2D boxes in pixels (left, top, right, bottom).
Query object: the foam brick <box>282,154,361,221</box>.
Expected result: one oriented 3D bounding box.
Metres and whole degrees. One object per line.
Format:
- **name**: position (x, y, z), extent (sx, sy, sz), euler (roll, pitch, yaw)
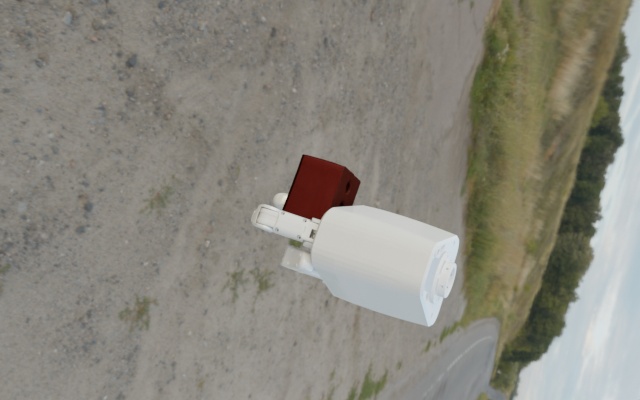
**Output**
- **foam brick**: position (0.000, 0.001, 0.489), extent (0.051, 0.078, 0.053), euler (16, -9, 27)
